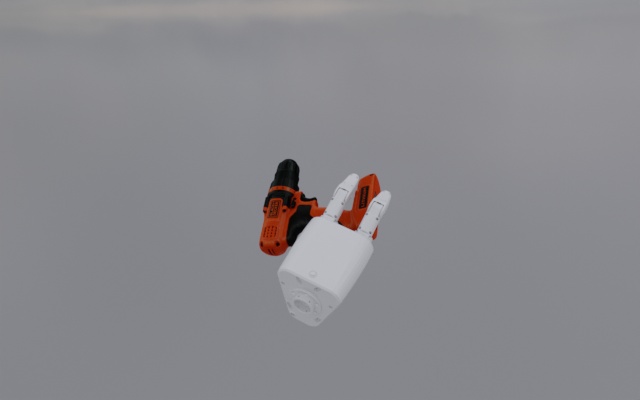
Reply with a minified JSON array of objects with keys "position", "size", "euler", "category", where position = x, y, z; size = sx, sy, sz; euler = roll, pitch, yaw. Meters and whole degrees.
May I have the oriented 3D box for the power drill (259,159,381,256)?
[{"position":[0.001,0.003,0.770],"size":[0.187,0.184,0.057],"euler":[-4,-35,18],"category":"power drill"}]
